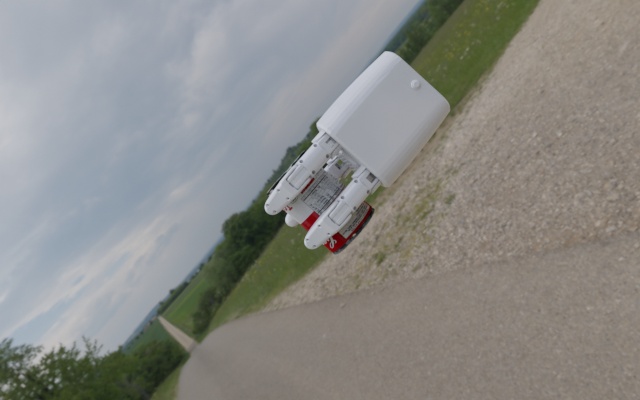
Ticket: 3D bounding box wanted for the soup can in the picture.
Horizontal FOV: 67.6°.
[{"bbox_3d":[0.000,0.002,0.529,0.102,0.068,0.068,41,-3,-4],"label":"soup can"}]
